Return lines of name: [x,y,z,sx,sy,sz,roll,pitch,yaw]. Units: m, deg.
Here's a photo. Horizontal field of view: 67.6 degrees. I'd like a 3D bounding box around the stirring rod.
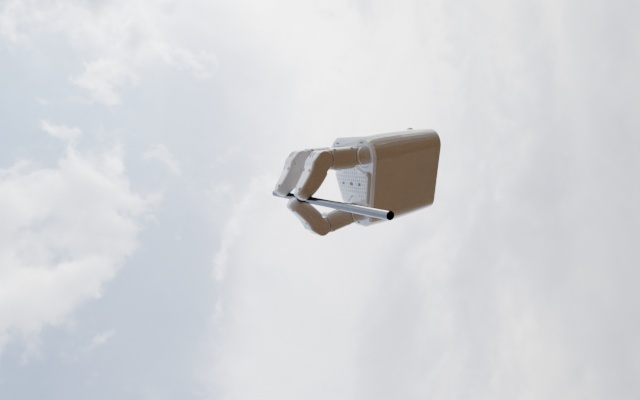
stirring rod: [0.000,0.002,0.498,0.011,0.011,0.239,0,5,-29]
